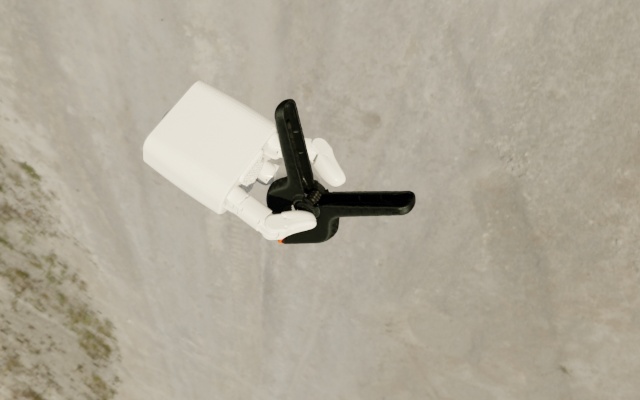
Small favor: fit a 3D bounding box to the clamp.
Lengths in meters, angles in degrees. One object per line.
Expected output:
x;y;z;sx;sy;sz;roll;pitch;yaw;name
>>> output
-0.001;0.002;0.532;0.164;0.036;0.210;34;-36;4;clamp
